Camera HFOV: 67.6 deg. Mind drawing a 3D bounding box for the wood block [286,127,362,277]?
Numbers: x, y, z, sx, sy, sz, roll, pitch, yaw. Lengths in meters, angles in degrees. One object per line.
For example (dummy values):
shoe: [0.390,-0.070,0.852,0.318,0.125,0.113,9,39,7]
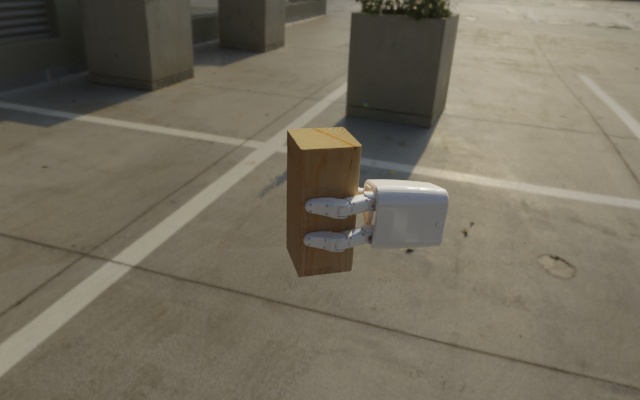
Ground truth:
wood block: [0.000,0.002,0.724,0.090,0.206,0.090,-5,27,-14]
